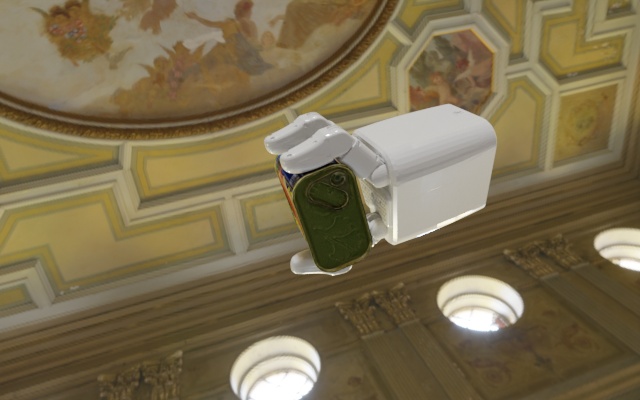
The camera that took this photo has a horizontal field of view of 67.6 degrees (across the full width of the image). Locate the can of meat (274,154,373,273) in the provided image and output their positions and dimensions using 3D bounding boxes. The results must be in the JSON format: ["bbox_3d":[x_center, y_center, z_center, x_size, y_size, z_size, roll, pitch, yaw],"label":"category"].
[{"bbox_3d":[0.000,0.001,0.447,0.057,0.102,0.084,-22,30,-8],"label":"can of meat"}]
